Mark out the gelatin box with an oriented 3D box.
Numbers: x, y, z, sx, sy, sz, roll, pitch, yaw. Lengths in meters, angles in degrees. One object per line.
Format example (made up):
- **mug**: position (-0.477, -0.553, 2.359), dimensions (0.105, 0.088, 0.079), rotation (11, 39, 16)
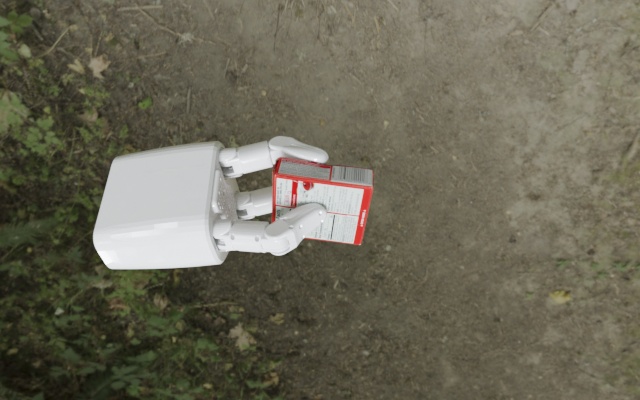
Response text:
- **gelatin box**: position (0.000, 0.002, 0.440), dimensions (0.089, 0.073, 0.030), rotation (7, 41, 1)
